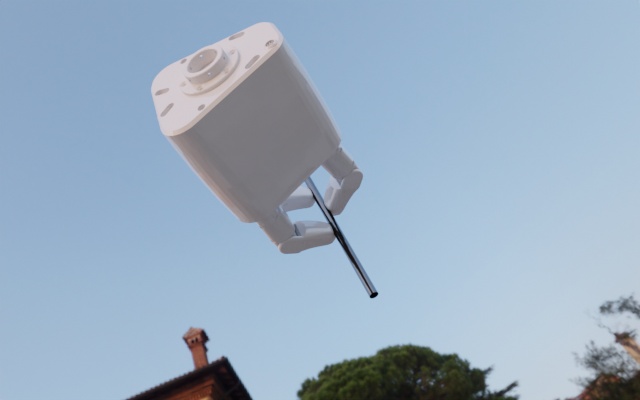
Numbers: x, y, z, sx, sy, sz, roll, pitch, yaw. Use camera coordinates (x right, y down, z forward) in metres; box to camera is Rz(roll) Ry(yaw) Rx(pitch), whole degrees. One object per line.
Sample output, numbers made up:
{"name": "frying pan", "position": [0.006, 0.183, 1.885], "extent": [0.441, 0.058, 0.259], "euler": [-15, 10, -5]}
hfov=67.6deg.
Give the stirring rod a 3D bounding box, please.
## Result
{"name": "stirring rod", "position": [0.000, 0.002, 0.470], "extent": [0.011, 0.011, 0.239], "euler": [0, 39, -28]}
